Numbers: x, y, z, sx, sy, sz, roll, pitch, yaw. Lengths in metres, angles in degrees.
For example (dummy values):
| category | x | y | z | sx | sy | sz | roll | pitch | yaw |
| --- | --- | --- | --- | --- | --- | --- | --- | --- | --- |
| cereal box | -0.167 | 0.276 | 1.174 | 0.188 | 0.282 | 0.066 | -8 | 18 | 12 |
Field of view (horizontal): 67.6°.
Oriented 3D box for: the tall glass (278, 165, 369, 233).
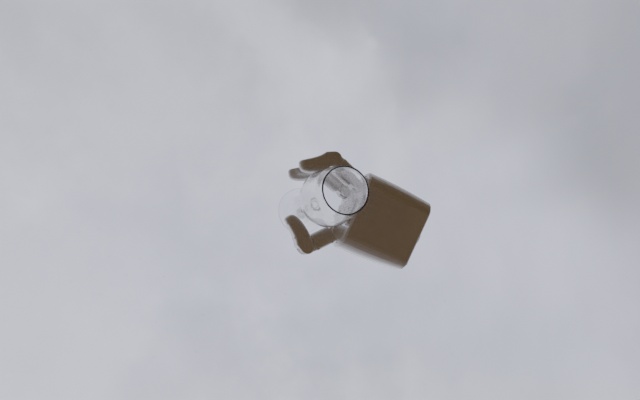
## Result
| category | x | y | z | sx | sy | sz | roll | pitch | yaw |
| --- | --- | --- | --- | --- | --- | --- | --- | --- | --- |
| tall glass | 0.000 | 0.002 | 0.670 | 0.079 | 0.079 | 0.201 | 0 | -9 | -18 |
